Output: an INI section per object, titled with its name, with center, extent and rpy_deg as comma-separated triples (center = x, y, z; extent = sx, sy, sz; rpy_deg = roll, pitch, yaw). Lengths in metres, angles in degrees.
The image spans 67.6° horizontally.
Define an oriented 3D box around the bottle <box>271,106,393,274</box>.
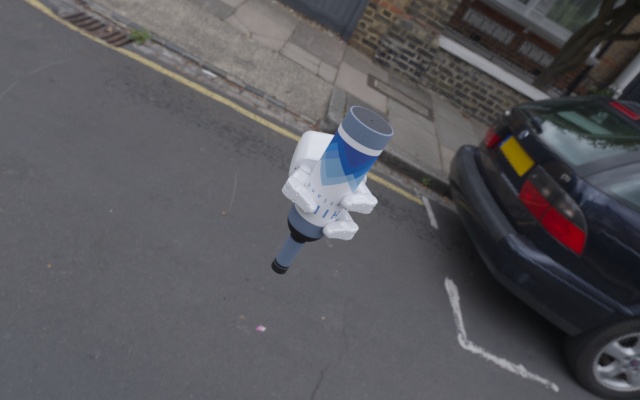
[bottle]
center = 0.000, 0.002, 0.702
extent = 0.069, 0.296, 0.069
rpy_deg = 23, 31, -15
